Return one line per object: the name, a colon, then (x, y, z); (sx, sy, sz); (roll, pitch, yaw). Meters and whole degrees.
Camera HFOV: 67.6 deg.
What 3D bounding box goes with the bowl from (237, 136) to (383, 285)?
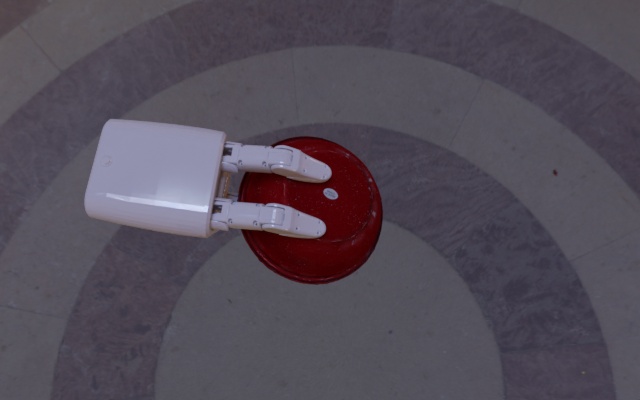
bowl: (0.001, 0.001, 0.484); (0.162, 0.162, 0.055); (0, -14, -19)
